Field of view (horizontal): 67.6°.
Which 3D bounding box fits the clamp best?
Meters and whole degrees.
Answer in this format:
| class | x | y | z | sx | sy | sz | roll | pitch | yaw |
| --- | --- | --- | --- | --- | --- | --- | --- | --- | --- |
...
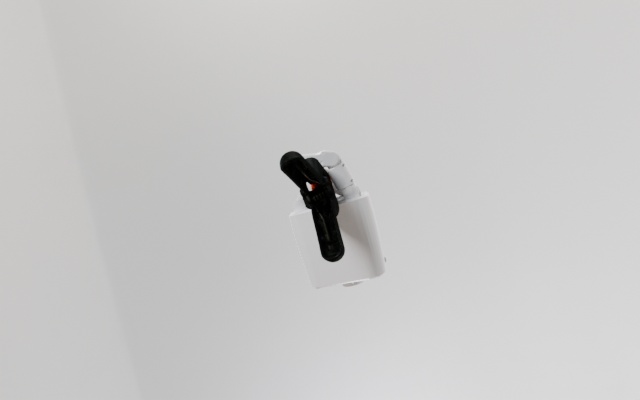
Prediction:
| class | x | y | z | sx | sy | sz | roll | pitch | yaw |
| --- | --- | --- | --- | --- | --- | --- | --- | --- | --- |
| clamp | -0.001 | 0.002 | 0.542 | 0.039 | 0.120 | 0.171 | -17 | 3 | 10 |
